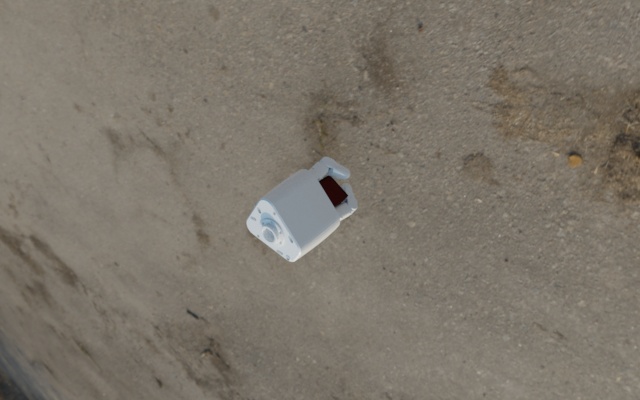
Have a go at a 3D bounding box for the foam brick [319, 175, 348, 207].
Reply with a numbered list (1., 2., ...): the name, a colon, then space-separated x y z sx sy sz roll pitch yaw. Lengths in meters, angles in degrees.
1. foam brick: 0.000 0.003 0.840 0.051 0.053 0.078 -34 -11 -42
